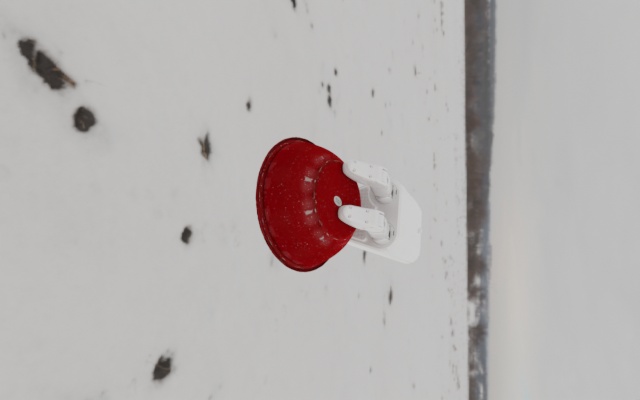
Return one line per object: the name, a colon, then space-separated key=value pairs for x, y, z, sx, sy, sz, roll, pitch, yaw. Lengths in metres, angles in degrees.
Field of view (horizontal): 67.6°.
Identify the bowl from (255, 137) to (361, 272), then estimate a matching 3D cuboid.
bowl: x=0.000 y=0.002 z=0.553 sx=0.055 sy=0.162 sz=0.162 roll=-7 pitch=-4 yaw=38
